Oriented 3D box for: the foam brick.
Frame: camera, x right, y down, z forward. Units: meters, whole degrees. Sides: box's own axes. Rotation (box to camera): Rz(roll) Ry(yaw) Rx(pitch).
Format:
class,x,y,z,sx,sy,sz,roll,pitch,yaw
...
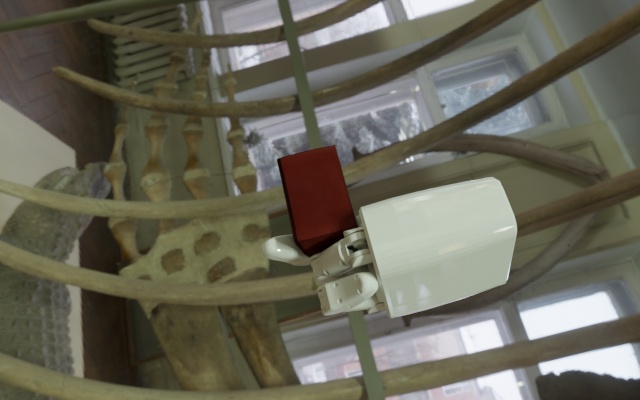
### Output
class,x,y,z,sx,sy,sz,roll,pitch,yaw
foam brick,0.000,0.001,0.408,0.051,0.078,0.053,-16,-21,5
